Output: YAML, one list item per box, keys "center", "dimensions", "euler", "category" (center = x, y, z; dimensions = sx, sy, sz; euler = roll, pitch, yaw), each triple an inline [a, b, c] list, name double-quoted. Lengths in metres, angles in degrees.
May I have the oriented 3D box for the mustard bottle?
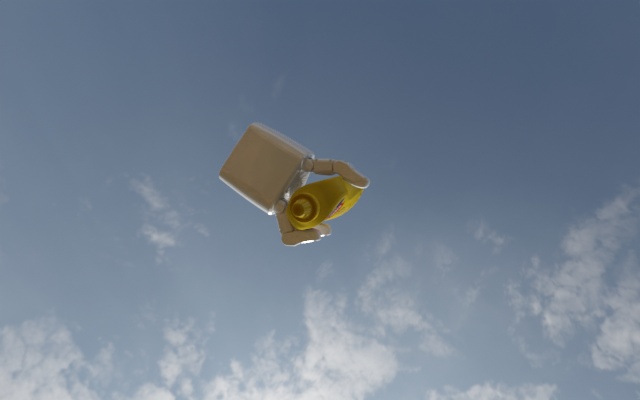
- center: [0.000, 0.003, 0.713]
  dimensions: [0.096, 0.058, 0.191]
  euler: [-35, -6, 19]
  category: "mustard bottle"
